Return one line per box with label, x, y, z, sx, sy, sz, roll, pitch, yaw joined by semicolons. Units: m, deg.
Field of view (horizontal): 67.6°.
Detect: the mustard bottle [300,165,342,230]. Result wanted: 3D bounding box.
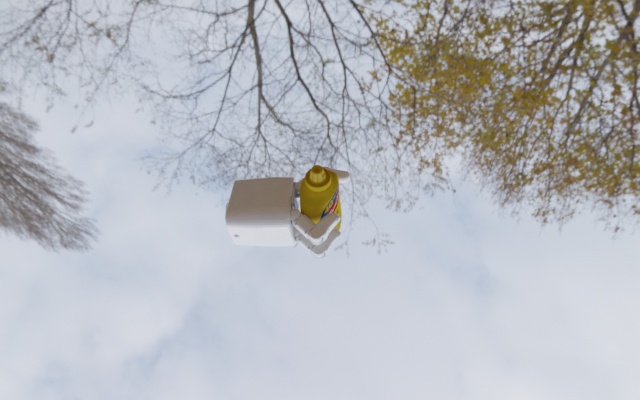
mustard bottle;0.000;0.003;0.804;0.058;0.096;0.192;20;-28;16
